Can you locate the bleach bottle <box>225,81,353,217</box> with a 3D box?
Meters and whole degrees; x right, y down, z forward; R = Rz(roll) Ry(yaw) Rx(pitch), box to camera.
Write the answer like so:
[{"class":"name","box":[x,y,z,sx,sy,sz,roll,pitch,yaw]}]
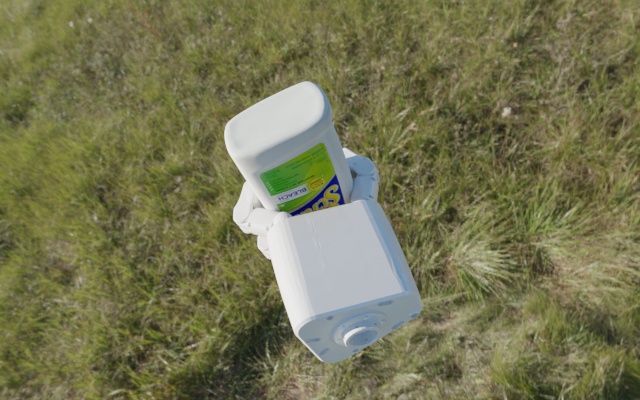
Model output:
[{"class":"bleach bottle","box":[0.000,0.002,0.506,0.102,0.068,0.251,-25,-43,5]}]
